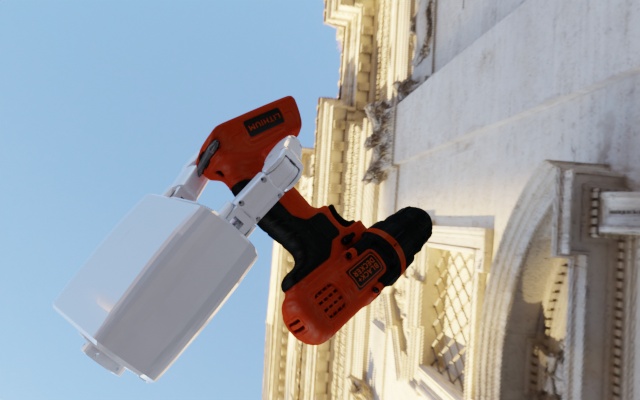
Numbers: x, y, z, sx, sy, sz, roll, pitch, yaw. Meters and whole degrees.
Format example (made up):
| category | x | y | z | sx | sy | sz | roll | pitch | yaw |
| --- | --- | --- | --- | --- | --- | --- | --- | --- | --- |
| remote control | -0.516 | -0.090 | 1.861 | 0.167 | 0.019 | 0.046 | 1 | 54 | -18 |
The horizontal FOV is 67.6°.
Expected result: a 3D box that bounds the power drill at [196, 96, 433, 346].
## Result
| category | x | y | z | sx | sy | sz | roll | pitch | yaw |
| --- | --- | --- | --- | --- | --- | --- | --- | --- | --- |
| power drill | 0.000 | 0.001 | 0.411 | 0.184 | 0.187 | 0.057 | -33 | -9 | -42 |
